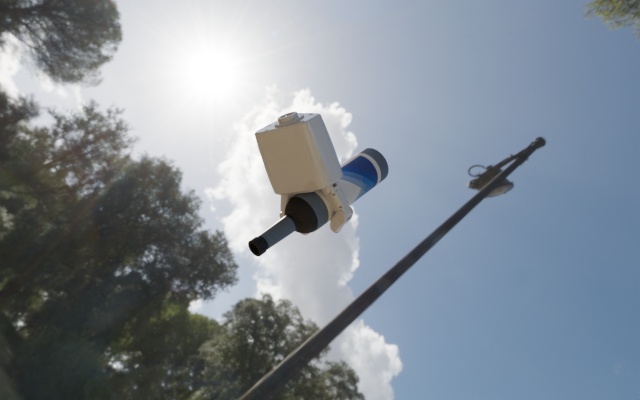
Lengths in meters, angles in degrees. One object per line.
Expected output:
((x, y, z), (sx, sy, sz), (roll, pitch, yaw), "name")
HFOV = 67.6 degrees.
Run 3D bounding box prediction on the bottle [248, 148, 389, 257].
((0.000, 0.003, 0.780), (0.069, 0.069, 0.295), (0, 27, 48), "bottle")
